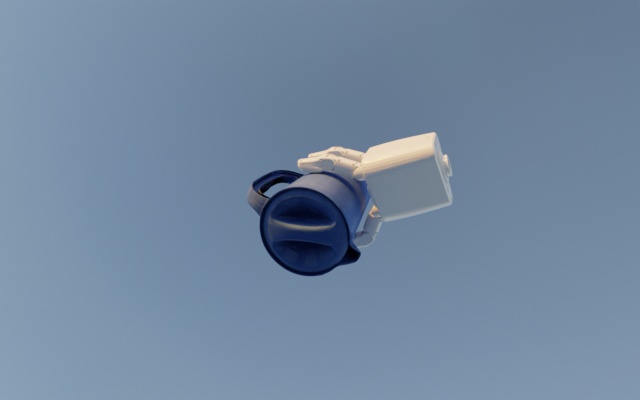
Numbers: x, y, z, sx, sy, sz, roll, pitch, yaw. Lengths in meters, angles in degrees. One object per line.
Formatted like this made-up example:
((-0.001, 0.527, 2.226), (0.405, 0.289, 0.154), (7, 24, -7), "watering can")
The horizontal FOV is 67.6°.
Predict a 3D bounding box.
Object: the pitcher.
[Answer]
((0.000, 0.002, 0.759), (0.145, 0.149, 0.242), (-15, 14, 21), "pitcher")
